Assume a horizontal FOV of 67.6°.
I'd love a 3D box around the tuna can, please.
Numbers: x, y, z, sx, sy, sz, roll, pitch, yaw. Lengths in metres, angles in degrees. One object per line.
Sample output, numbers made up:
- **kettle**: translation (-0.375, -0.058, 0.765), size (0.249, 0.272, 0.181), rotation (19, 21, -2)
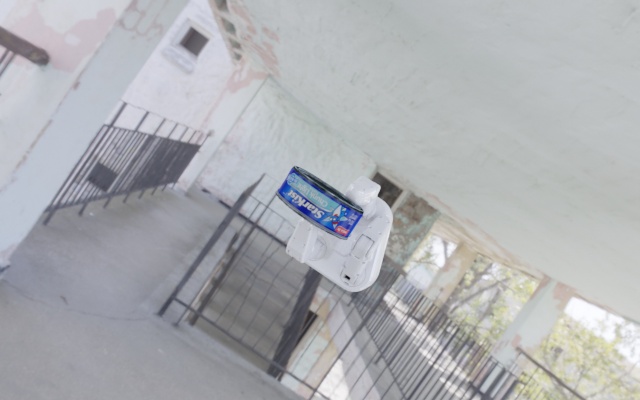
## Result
- **tuna can**: translation (0.000, 0.001, 0.473), size (0.086, 0.034, 0.086), rotation (33, 6, -4)
